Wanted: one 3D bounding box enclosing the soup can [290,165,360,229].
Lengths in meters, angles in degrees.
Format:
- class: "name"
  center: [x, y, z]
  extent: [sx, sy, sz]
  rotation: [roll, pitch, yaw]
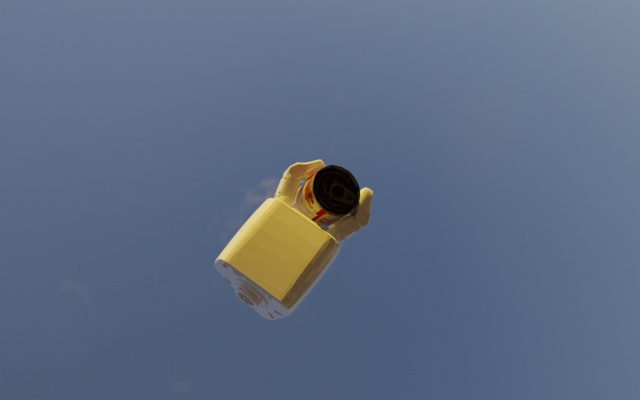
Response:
- class: "soup can"
  center: [0.000, 0.002, 0.646]
  extent: [0.068, 0.068, 0.102]
  rotation: [0, -18, -26]
